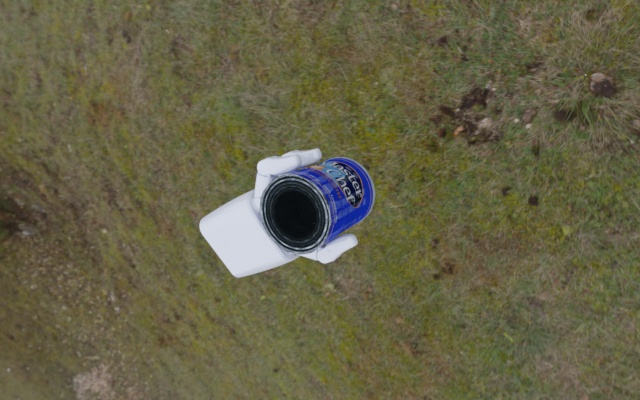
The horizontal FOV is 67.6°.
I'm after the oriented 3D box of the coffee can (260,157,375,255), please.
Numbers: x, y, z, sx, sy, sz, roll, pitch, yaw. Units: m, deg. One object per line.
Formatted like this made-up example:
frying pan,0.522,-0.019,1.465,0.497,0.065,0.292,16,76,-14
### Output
coffee can,0.000,0.002,0.643,0.103,0.103,0.140,0,13,29
